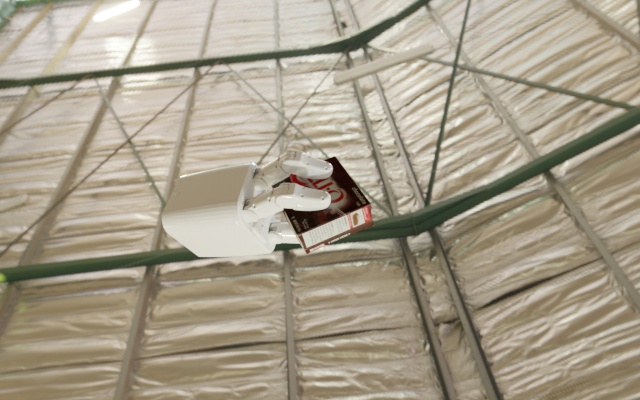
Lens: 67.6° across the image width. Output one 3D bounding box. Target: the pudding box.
[{"bbox_3d":[0.000,0.002,0.568,0.090,0.039,0.113,-24,43,-7],"label":"pudding box"}]
